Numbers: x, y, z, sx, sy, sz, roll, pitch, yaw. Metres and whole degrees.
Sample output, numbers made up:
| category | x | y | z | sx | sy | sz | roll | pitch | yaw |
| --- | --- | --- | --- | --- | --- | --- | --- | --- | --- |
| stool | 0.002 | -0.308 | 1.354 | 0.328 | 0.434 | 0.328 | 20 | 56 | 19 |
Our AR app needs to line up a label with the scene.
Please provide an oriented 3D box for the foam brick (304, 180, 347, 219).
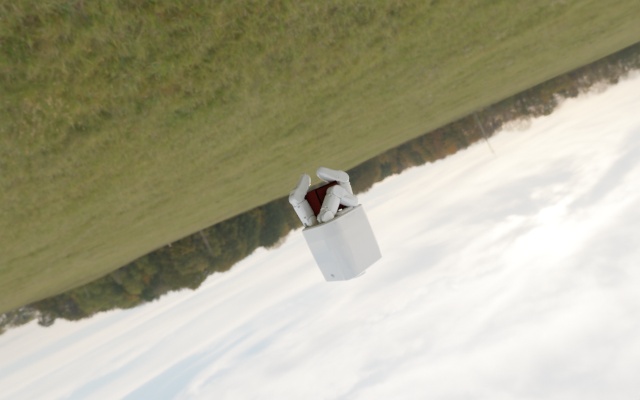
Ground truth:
| category | x | y | z | sx | sy | sz | roll | pitch | yaw |
| --- | --- | --- | --- | --- | --- | --- | --- | --- | --- |
| foam brick | 0.000 | 0.003 | 0.864 | 0.053 | 0.051 | 0.078 | -25 | 2 | -31 |
